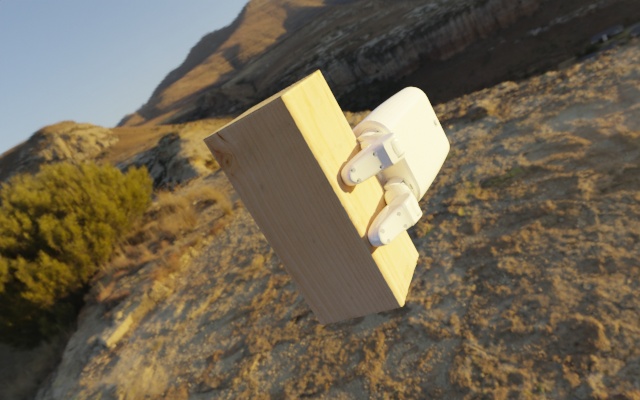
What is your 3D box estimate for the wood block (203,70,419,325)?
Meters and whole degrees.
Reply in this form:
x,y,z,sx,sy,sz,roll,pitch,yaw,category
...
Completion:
x,y,z,sx,sy,sz,roll,pitch,yaw,category
0.000,0.001,0.442,0.091,0.206,0.090,-21,18,30,wood block
